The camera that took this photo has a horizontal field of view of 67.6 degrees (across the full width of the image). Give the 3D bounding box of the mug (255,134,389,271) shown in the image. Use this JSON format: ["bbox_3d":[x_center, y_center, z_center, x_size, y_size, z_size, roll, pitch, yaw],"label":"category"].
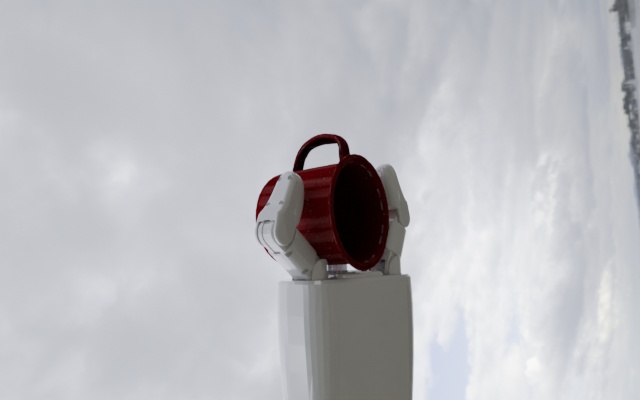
[{"bbox_3d":[0.000,0.000,0.403,0.081,0.117,0.093,-7,-9,34],"label":"mug"}]
